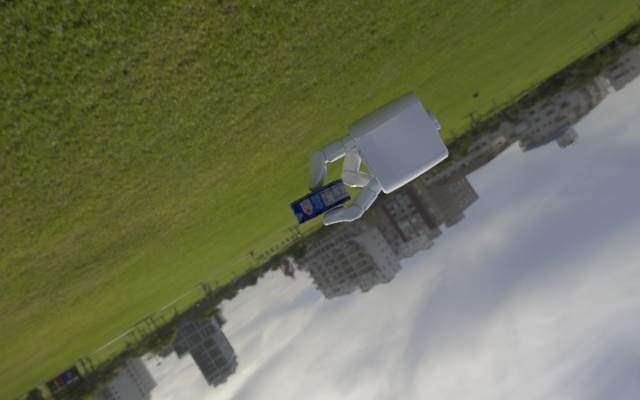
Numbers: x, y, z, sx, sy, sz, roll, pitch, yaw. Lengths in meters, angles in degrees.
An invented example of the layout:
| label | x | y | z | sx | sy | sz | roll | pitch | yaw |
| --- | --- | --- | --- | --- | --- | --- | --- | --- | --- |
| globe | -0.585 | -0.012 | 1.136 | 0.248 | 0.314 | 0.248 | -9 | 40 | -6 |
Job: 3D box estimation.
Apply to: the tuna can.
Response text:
| label | x | y | z | sx | sy | sz | roll | pitch | yaw |
| --- | --- | --- | --- | --- | --- | --- | --- | --- | --- |
| tuna can | 0.000 | 0.003 | 0.688 | 0.086 | 0.034 | 0.086 | -27 | -2 | -1 |
